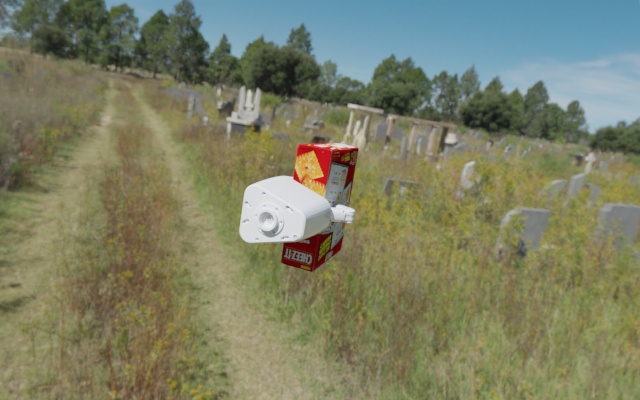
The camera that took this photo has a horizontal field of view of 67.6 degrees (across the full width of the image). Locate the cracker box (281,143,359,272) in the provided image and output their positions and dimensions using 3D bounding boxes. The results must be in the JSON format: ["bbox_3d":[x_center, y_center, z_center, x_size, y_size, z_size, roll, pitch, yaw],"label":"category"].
[{"bbox_3d":[0.000,0.003,0.878,0.072,0.214,0.164,14,12,18],"label":"cracker box"}]
